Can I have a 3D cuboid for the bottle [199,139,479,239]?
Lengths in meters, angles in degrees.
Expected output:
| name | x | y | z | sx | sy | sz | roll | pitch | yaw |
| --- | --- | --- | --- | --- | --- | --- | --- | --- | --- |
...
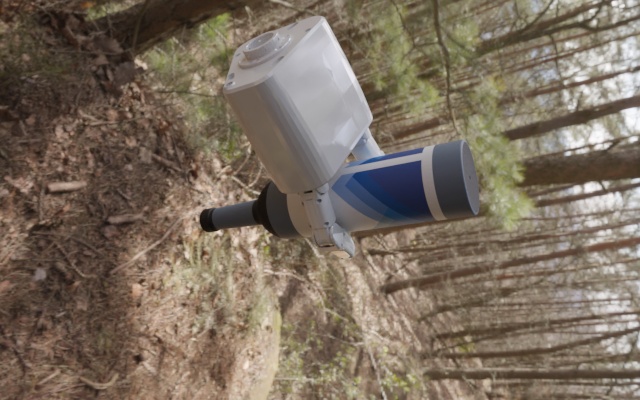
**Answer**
| name | x | y | z | sx | sy | sz | roll | pitch | yaw |
| --- | --- | --- | --- | --- | --- | --- | --- | --- | --- |
| bottle | 0.000 | 0.002 | 0.477 | 0.296 | 0.069 | 0.069 | -9 | -4 | 27 |
